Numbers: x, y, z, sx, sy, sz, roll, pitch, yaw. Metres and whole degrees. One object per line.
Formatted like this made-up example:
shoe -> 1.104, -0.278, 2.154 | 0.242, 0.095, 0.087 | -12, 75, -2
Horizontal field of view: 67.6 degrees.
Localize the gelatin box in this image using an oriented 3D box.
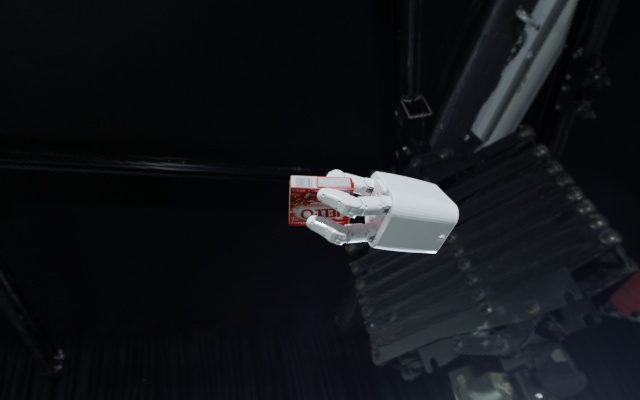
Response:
gelatin box -> 0.000, 0.002, 0.680 | 0.089, 0.073, 0.030 | 2, 42, -3
